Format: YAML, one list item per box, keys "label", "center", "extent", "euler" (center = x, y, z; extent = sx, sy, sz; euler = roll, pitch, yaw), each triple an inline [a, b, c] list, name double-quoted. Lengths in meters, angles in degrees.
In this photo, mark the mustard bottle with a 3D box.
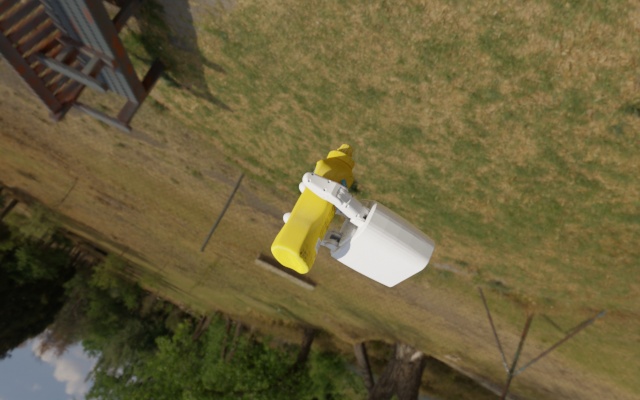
- label: "mustard bottle"
  center: [0.000, 0.002, 0.667]
  extent: [0.058, 0.191, 0.096]
  euler: [23, -20, 13]
